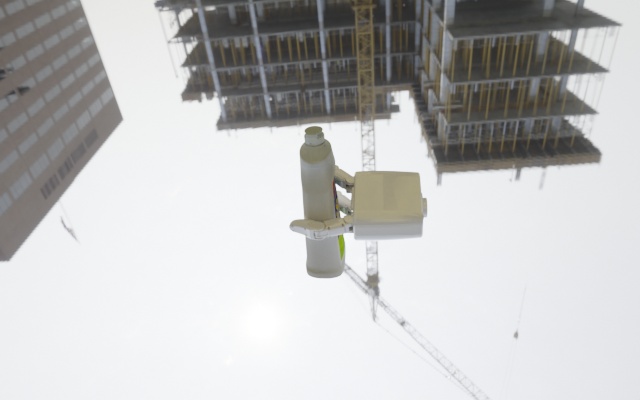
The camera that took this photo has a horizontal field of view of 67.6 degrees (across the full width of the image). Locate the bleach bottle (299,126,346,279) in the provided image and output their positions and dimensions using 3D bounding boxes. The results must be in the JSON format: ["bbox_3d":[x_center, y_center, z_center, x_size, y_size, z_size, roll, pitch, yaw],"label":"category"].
[{"bbox_3d":[0.000,0.003,0.772,0.068,0.251,0.102,-1,36,8],"label":"bleach bottle"}]
